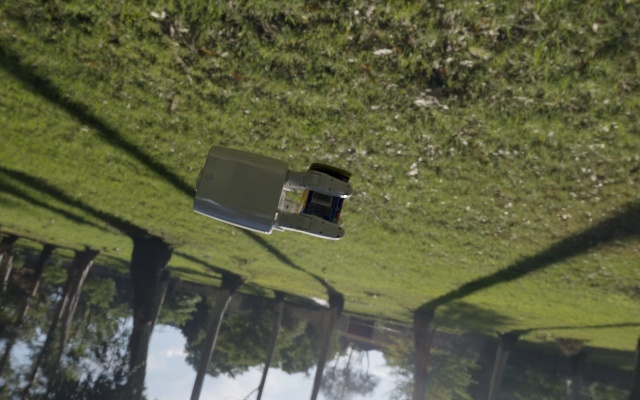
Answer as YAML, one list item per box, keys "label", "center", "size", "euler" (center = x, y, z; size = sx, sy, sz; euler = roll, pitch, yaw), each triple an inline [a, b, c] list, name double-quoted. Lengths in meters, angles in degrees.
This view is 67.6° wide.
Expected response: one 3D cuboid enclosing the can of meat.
- label: "can of meat"
  center: [0.000, 0.003, 0.660]
  size: [0.057, 0.084, 0.102]
  euler: [16, -9, -7]
